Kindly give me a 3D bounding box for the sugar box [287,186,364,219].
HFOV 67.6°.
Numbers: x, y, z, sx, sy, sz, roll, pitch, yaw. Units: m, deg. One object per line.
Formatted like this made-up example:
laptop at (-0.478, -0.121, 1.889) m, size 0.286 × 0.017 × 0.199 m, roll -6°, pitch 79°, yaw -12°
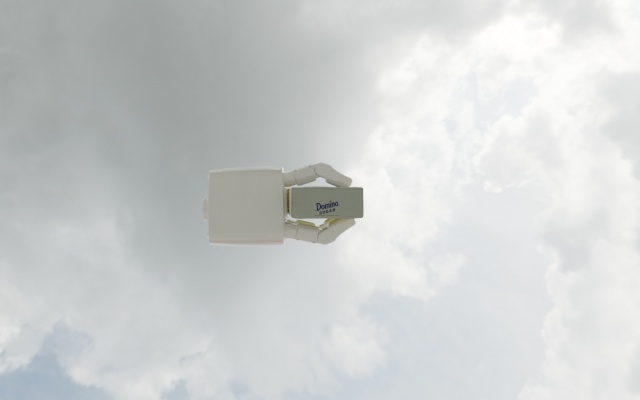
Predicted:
sugar box at (0.000, 0.003, 0.675) m, size 0.093 × 0.048 × 0.176 m, roll 0°, pitch 3°, yaw -5°
